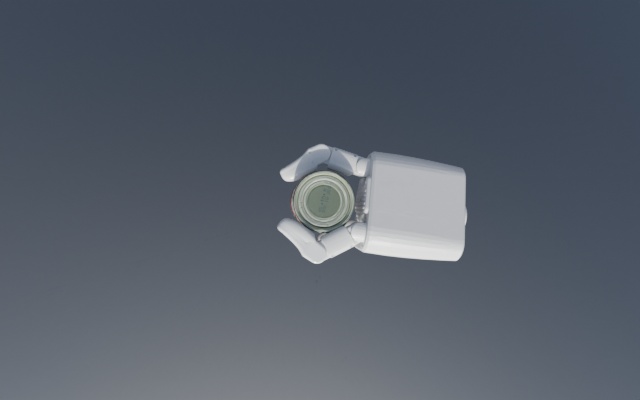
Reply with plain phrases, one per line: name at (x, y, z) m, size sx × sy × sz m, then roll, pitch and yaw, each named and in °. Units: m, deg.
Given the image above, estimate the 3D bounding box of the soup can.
soup can at (0.000, 0.002, 0.548) m, size 0.068 × 0.068 × 0.102 m, roll 0°, pitch 0°, yaw -5°
